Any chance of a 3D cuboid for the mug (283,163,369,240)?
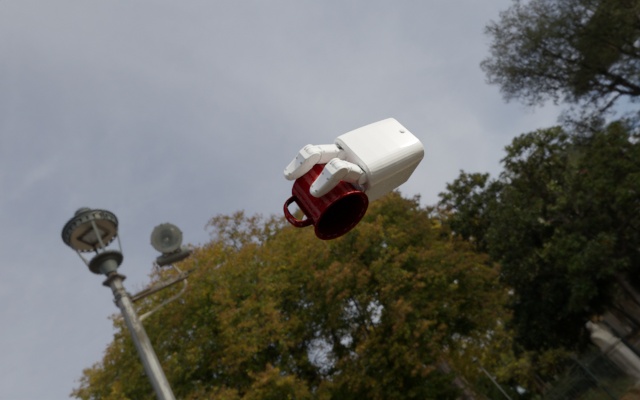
[{"bbox_3d":[-0.001,0.003,0.699,0.117,0.093,0.081,-25,54,-21],"label":"mug"}]
